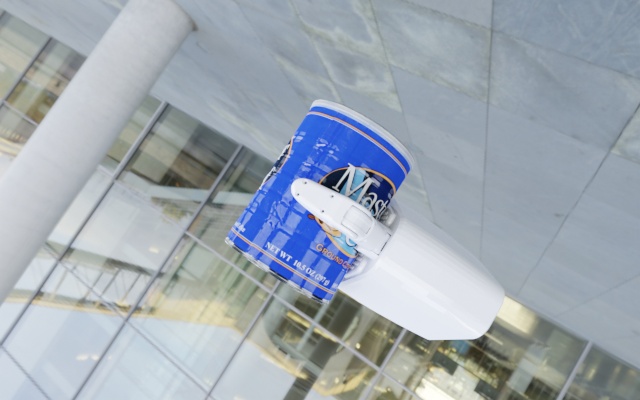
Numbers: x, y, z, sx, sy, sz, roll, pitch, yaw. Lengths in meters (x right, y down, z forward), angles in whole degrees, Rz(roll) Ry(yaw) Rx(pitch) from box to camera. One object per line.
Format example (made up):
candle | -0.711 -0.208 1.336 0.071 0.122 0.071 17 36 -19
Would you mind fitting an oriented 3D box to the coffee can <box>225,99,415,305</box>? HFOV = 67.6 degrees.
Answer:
coffee can | 0.000 0.001 0.407 0.103 0.140 0.103 32 -5 3
